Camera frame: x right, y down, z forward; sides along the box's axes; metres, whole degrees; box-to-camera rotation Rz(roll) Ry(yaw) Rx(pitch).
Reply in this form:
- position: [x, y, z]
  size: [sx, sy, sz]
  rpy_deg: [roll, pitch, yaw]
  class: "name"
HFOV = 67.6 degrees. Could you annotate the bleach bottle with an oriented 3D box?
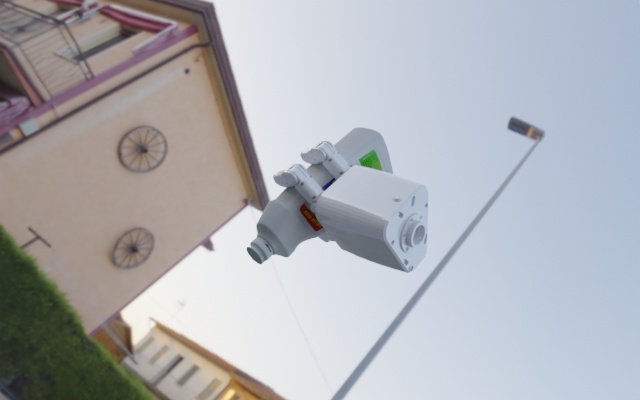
- position: [0.000, 0.002, 0.662]
  size: [0.068, 0.103, 0.250]
  rpy_deg: [18, 50, 41]
  class: "bleach bottle"
